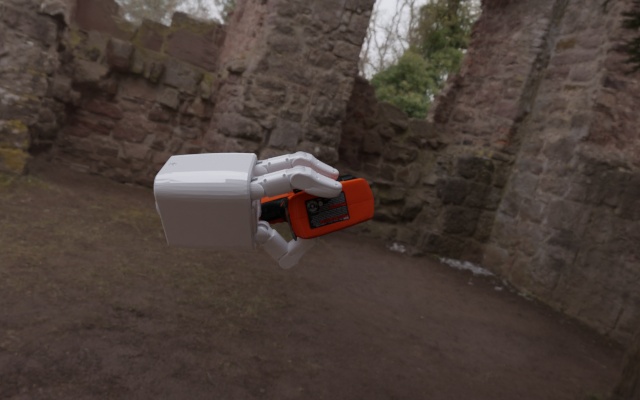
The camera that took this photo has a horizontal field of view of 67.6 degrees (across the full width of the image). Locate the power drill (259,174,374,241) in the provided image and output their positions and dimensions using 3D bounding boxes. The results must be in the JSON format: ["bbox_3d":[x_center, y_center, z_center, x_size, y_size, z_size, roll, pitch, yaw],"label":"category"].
[{"bbox_3d":[0.000,0.002,0.646,0.184,0.057,0.187,-17,7,-18],"label":"power drill"}]
